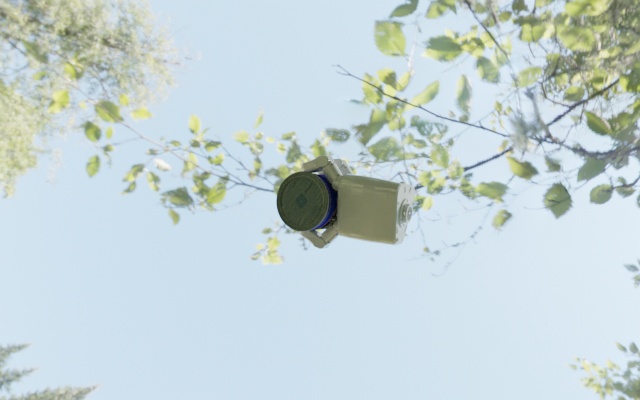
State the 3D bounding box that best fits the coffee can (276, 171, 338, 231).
[{"bbox_3d":[0.000,0.003,0.872,0.103,0.103,0.140,0,-1,29],"label":"coffee can"}]
